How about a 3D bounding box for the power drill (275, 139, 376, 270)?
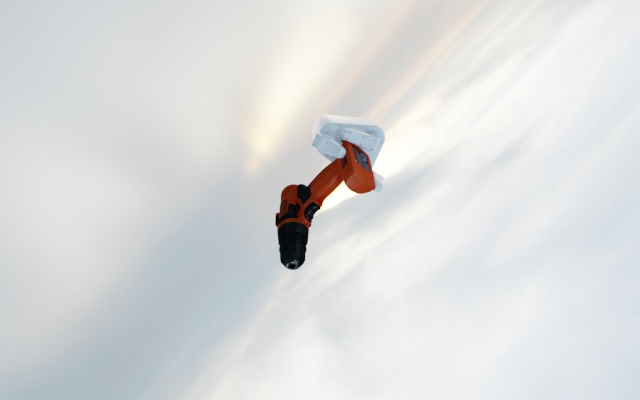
[{"bbox_3d":[0.000,0.002,0.763,0.057,0.184,0.188,36,-60,-30],"label":"power drill"}]
